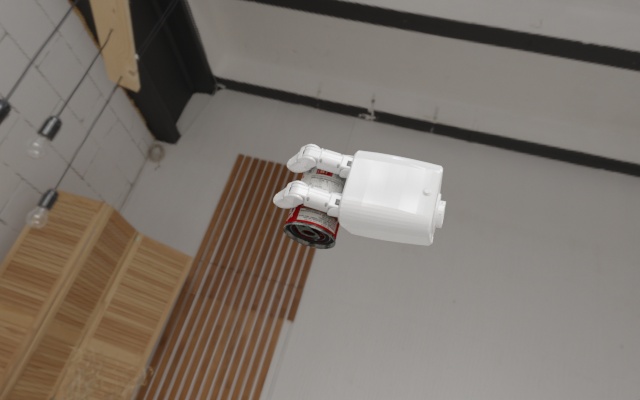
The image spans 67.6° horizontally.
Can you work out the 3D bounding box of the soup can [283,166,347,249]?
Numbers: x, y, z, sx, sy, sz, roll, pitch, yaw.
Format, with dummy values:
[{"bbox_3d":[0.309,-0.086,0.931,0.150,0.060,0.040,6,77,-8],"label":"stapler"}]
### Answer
[{"bbox_3d":[0.000,0.002,0.615,0.068,0.102,0.068,15,-25,7],"label":"soup can"}]
